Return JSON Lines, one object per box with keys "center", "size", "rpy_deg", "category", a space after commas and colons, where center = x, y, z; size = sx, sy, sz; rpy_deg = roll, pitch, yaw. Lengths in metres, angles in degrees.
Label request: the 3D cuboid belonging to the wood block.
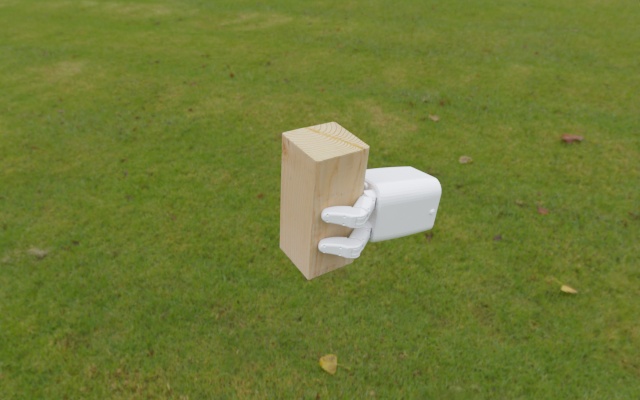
{"center": [0.000, 0.002, 0.705], "size": [0.090, 0.206, 0.090], "rpy_deg": [-17, 40, -28], "category": "wood block"}
